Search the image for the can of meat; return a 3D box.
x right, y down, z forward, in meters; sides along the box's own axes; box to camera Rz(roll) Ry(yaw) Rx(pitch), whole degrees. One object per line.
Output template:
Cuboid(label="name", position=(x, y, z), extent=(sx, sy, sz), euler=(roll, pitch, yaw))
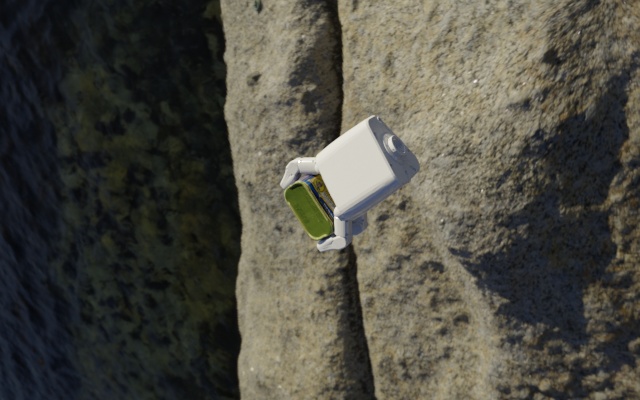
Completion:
Cuboid(label="can of meat", position=(0.000, 0.003, 0.756), extent=(0.057, 0.102, 0.084), euler=(-31, 4, 36))
